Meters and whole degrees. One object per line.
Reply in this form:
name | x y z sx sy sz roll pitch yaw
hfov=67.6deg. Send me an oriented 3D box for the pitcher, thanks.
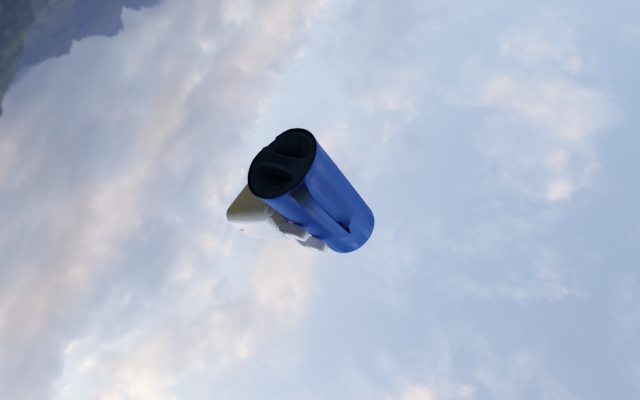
pitcher | 0.000 0.003 0.821 0.145 0.149 0.243 -4 -32 35
